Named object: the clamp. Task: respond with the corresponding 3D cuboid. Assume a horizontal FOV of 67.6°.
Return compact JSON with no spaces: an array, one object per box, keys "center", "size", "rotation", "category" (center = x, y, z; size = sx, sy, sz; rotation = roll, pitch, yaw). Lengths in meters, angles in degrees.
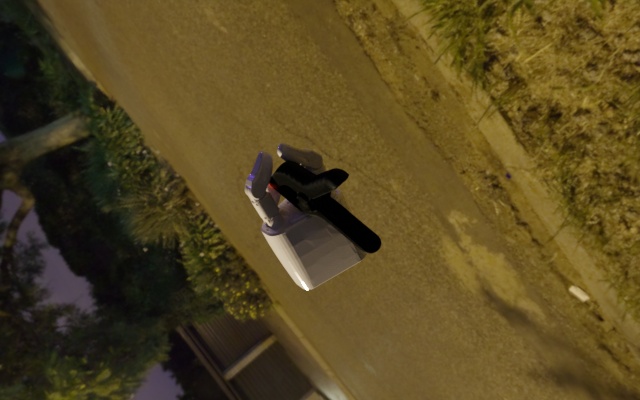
[{"center":[0.000,0.002,0.562],"size":[0.039,0.120,0.171],"rotation":[-38,29,-19],"category":"clamp"}]
